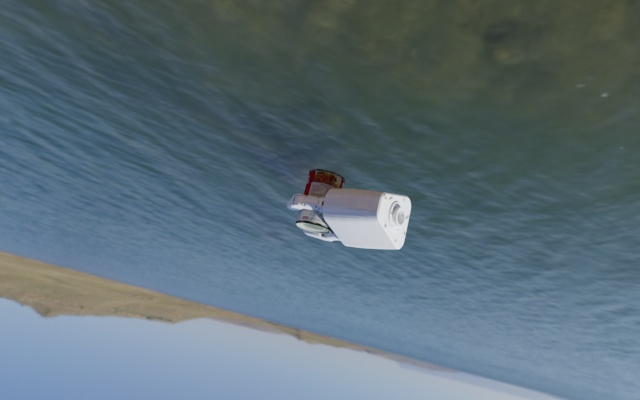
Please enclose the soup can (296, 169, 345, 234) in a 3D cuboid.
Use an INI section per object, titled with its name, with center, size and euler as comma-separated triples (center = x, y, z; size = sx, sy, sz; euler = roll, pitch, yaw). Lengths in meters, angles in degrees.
[soup can]
center = 0.000, 0.003, 0.860
size = 0.068, 0.102, 0.068
euler = 13, -15, 4
